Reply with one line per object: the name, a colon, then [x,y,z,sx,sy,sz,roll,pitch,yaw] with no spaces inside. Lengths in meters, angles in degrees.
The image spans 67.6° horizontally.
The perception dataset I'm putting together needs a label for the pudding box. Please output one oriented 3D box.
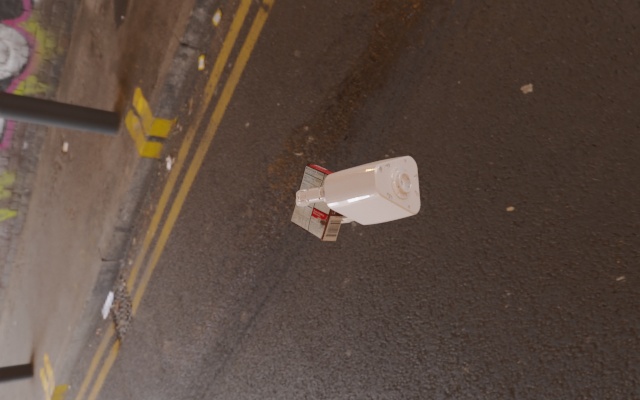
pudding box: [0.000,0.003,0.826,0.039,0.113,0.090,6,16,-44]
